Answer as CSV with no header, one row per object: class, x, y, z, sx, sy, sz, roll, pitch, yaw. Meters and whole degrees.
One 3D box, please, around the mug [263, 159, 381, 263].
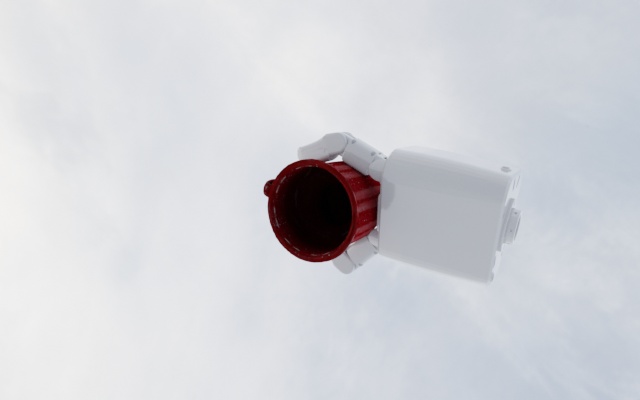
mug,-0.001,0.001,0.462,0.117,0.093,0.081,16,15,27
